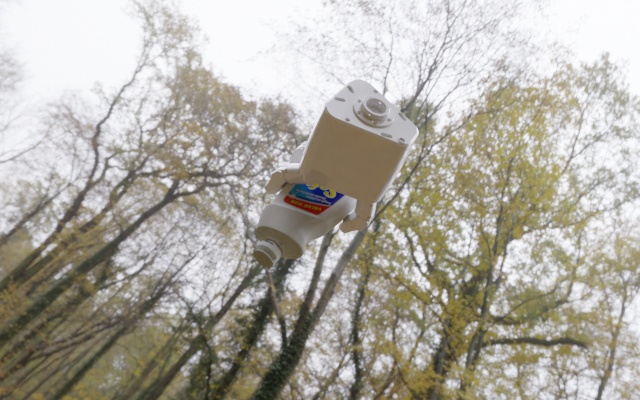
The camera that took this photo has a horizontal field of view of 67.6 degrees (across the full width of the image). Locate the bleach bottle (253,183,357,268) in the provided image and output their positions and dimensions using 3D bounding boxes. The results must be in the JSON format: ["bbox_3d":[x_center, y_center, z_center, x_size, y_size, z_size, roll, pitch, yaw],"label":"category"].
[{"bbox_3d":[0.000,0.002,0.653,0.102,0.068,0.250,34,50,8],"label":"bleach bottle"}]
